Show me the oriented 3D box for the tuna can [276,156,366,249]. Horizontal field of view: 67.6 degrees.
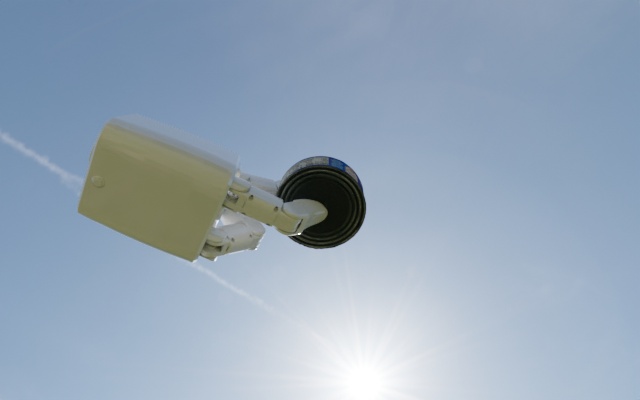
[{"bbox_3d":[0.000,0.001,0.458,0.086,0.086,0.033,0,24,1],"label":"tuna can"}]
